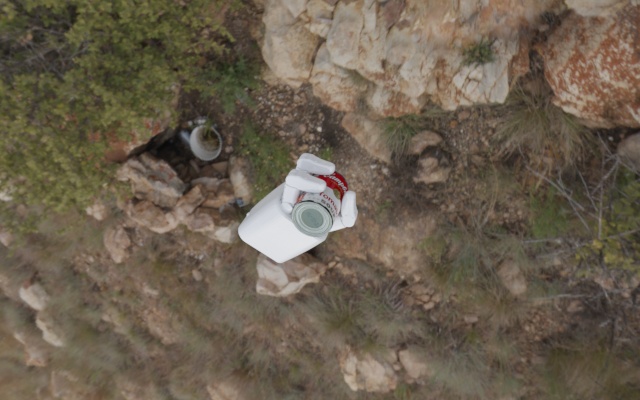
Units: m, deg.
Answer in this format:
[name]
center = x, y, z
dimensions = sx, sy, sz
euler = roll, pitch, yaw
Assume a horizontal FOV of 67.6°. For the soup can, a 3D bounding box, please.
[soup can]
center = 0.000, 0.002, 0.756
dimensions = 0.068, 0.068, 0.102
euler = 0, 32, 19
